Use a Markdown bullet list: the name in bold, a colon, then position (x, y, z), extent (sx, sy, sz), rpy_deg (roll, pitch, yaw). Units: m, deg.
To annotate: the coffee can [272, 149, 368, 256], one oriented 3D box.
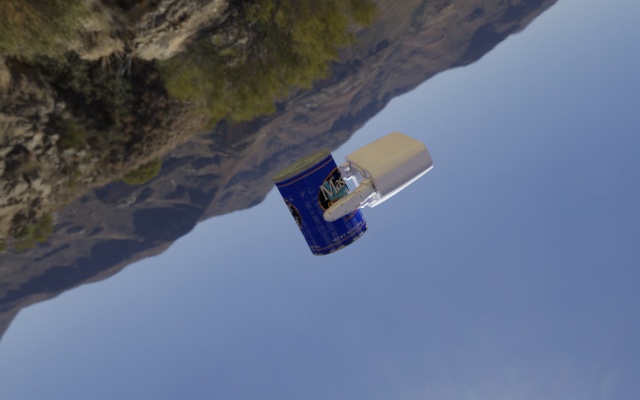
- **coffee can**: position (0.000, 0.002, 0.765), extent (0.103, 0.140, 0.102), rpy_deg (-27, 12, 6)
